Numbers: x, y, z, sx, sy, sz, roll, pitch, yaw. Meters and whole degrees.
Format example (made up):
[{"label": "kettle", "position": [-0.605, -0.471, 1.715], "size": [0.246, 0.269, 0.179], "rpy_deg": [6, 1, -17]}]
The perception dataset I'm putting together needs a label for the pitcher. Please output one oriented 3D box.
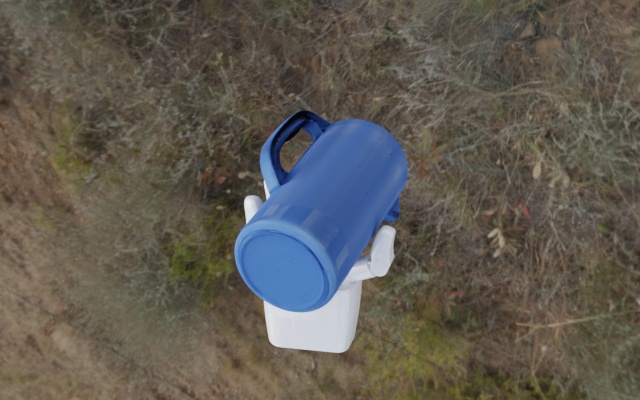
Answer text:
[{"label": "pitcher", "position": [0.000, 0.002, 0.538], "size": [0.149, 0.145, 0.242], "rpy_deg": [13, 33, 18]}]
